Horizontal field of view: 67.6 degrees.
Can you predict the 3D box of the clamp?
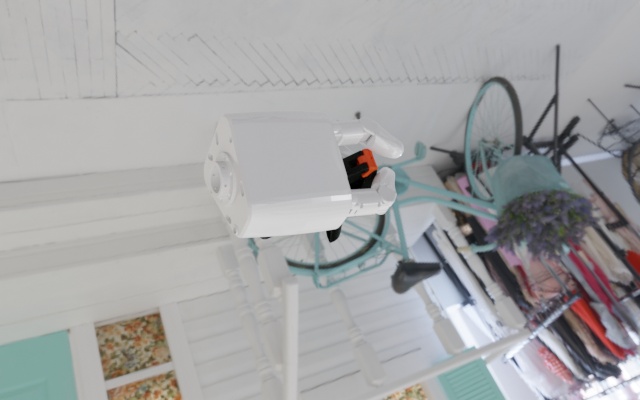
[{"bbox_3d":[0.000,0.002,0.559,0.120,0.039,0.172,-5,-34,-32],"label":"clamp"}]
